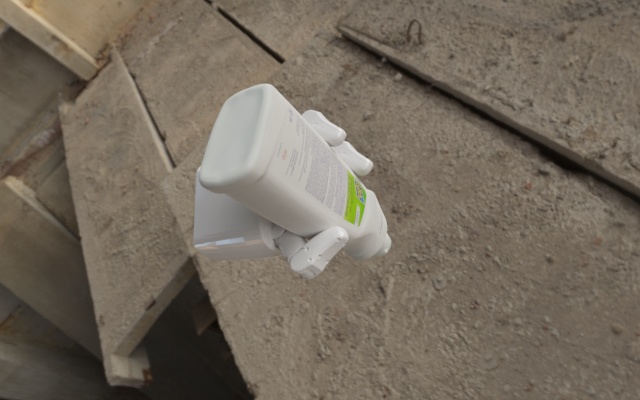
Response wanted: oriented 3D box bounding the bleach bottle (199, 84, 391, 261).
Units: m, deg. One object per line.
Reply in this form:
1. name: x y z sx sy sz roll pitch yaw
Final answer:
1. bleach bottle: 0.000 0.001 0.471 0.068 0.102 0.251 -10 -34 34
